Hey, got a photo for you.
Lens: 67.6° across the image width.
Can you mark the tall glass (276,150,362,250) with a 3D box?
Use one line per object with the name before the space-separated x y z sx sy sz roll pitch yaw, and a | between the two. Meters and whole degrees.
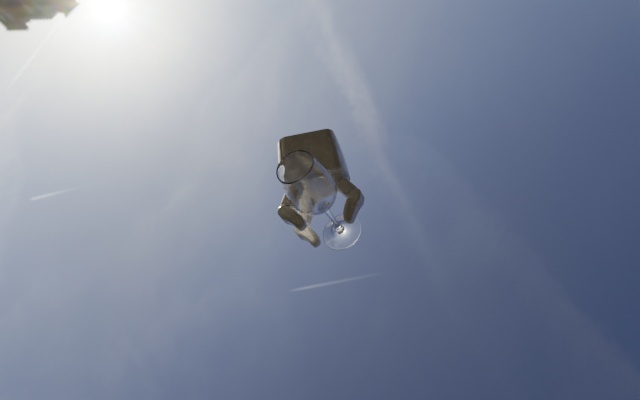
tall glass | 0.000 0.003 0.780 0.079 0.079 0.201 0 -32 27
